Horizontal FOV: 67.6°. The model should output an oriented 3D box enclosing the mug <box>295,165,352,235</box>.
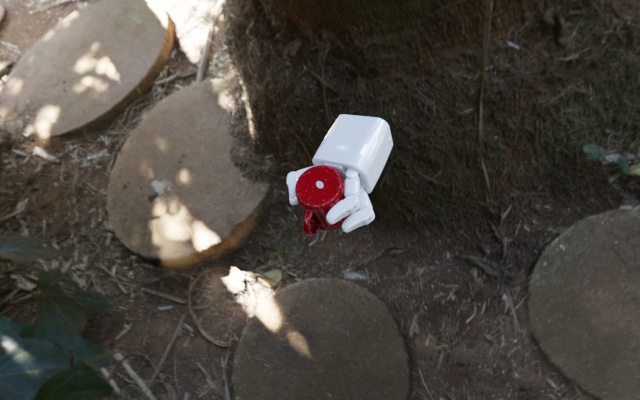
[{"bbox_3d":[-0.001,0.004,0.809,0.093,0.117,0.081,20,-19,24],"label":"mug"}]
